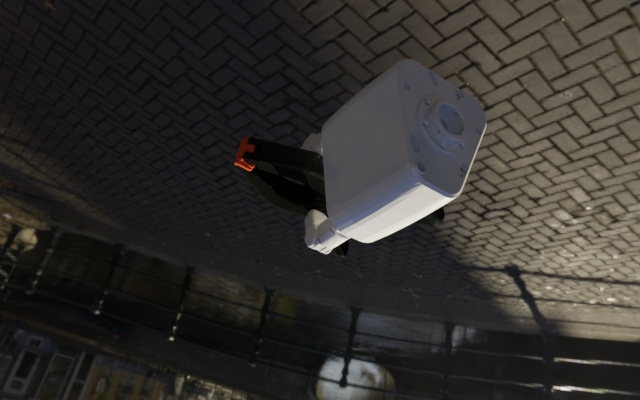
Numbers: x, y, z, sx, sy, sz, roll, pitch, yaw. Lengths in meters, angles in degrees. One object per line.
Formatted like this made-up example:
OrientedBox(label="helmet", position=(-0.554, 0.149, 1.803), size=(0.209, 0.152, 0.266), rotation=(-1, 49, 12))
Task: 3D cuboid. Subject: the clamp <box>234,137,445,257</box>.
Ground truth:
OrientedBox(label="clamp", position=(0.000, 0.002, 0.507), size=(0.210, 0.036, 0.165), rotation=(25, -34, -21))
